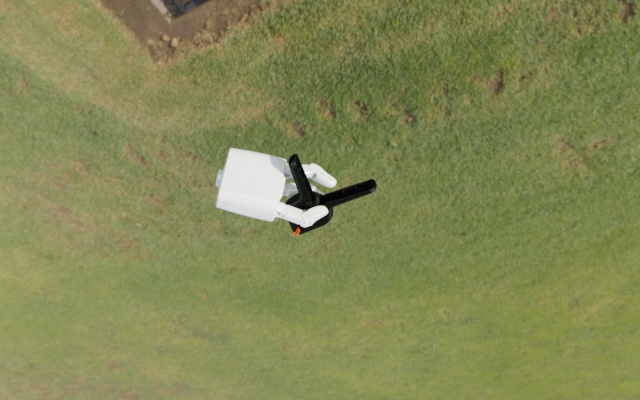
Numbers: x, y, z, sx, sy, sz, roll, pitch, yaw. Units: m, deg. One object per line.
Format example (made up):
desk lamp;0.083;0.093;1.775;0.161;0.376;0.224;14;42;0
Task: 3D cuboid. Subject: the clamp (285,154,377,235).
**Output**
clamp;0.000;0.004;0.899;0.164;0.036;0.210;14;-39;-9
